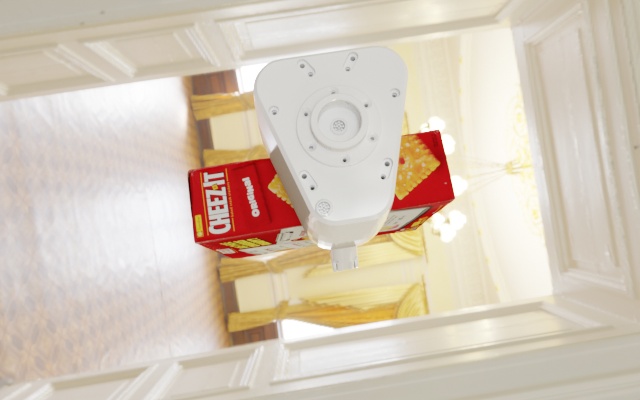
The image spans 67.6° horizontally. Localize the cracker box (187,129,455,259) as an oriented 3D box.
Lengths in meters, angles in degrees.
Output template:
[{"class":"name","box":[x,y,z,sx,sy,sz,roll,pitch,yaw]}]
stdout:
[{"class":"cracker box","box":[0.000,0.002,0.463,0.214,0.072,0.164,-9,-12,-2]}]
